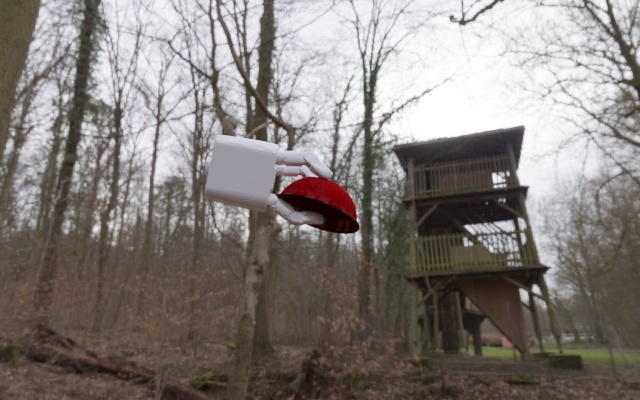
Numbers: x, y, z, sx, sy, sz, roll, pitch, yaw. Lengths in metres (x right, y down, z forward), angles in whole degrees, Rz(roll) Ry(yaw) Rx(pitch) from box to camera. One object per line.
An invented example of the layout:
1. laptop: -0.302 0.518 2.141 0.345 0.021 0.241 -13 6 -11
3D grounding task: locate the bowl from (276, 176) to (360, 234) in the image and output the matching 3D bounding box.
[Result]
1. bowl: 0.001 0.003 0.849 0.162 0.055 0.162 18 -19 7
